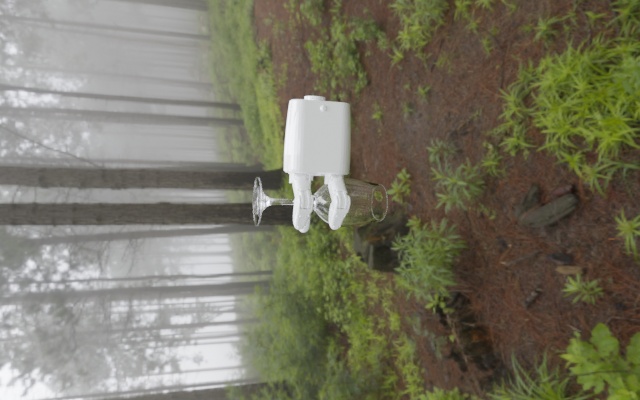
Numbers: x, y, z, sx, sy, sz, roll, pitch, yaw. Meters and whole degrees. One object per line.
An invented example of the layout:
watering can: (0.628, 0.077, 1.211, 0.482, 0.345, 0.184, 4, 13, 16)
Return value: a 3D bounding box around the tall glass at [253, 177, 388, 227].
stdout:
tall glass: (-0.001, 0.003, 0.740, 0.201, 0.079, 0.079, 1, 0, -17)
